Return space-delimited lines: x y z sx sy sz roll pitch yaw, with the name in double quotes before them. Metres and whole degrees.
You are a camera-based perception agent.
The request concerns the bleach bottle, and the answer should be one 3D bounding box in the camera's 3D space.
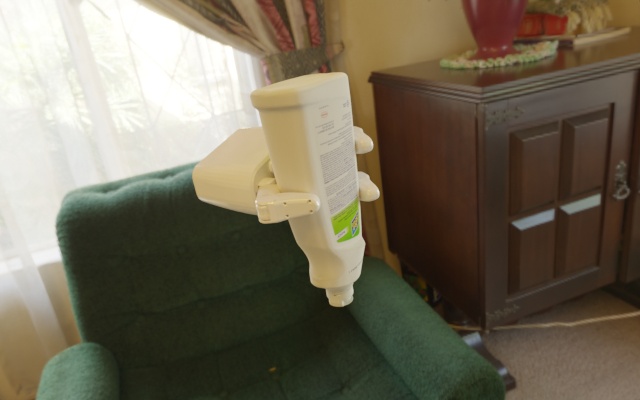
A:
"bleach bottle" 0.000 0.002 0.499 0.068 0.251 0.102 7 26 37
